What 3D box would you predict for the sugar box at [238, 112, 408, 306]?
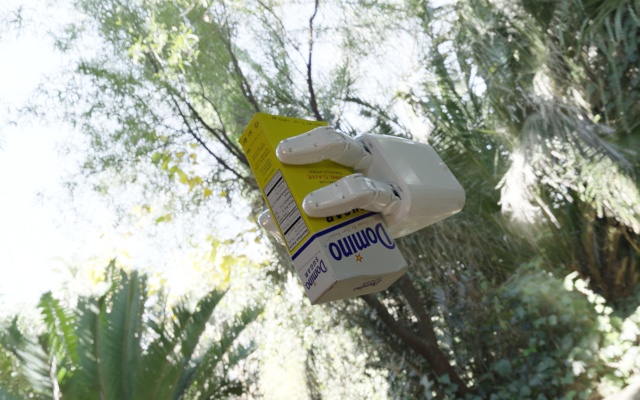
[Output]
[{"bbox_3d":[0.000,0.001,0.431,0.093,0.176,0.048,-2,-38,-43],"label":"sugar box"}]
